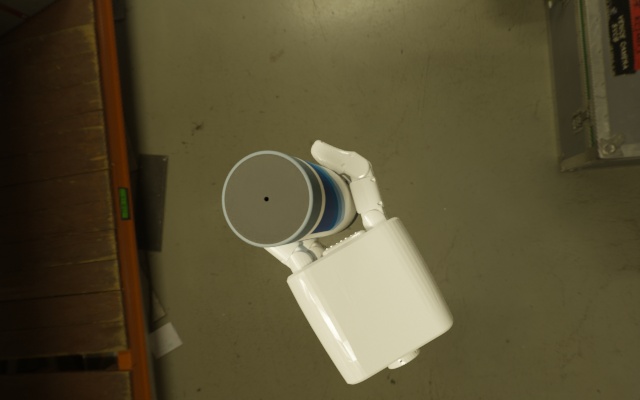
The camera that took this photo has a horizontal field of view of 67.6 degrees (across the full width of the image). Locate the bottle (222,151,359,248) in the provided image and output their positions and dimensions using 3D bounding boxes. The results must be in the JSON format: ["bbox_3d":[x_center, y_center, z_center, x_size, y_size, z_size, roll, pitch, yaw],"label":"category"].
[{"bbox_3d":[0.000,0.001,0.466,0.069,0.069,0.296,0,-1,15],"label":"bottle"}]
